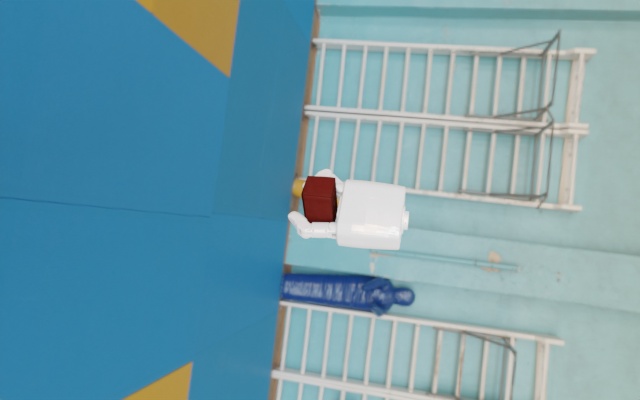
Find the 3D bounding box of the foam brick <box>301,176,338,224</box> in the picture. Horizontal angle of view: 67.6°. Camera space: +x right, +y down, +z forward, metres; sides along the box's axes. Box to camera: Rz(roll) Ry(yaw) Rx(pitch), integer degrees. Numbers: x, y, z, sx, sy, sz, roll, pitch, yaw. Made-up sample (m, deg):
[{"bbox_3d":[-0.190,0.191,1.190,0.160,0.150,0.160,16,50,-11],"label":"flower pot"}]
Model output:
[{"bbox_3d":[0.000,0.003,0.829,0.051,0.078,0.053,4,44,11],"label":"foam brick"}]
